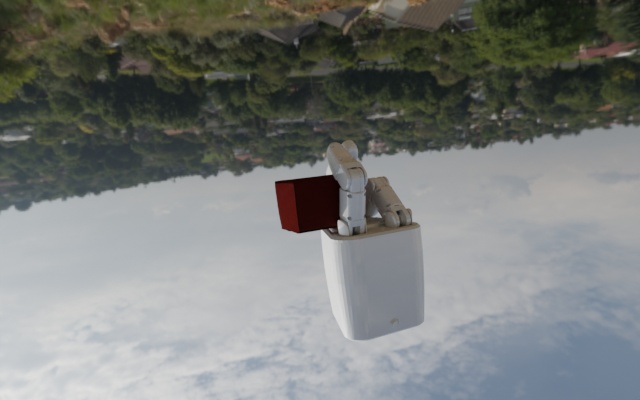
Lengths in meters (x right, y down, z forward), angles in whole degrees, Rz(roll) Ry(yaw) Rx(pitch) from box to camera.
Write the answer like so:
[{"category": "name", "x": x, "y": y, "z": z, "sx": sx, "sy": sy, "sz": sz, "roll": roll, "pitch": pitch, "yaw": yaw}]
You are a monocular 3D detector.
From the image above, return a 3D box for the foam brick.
[{"category": "foam brick", "x": 0.000, "y": 0.002, "z": 0.490, "sx": 0.078, "sy": 0.051, "sz": 0.053, "roll": -8, "pitch": 7, "yaw": -24}]
